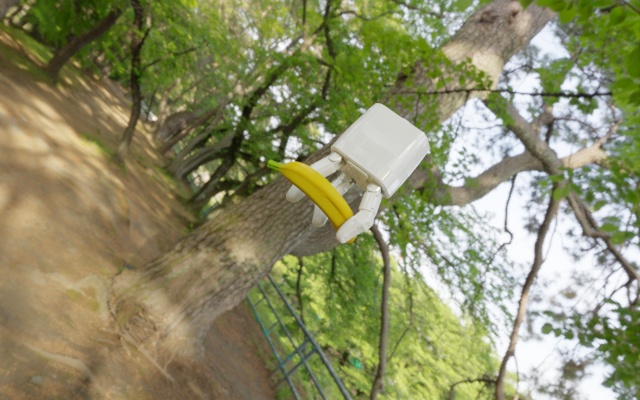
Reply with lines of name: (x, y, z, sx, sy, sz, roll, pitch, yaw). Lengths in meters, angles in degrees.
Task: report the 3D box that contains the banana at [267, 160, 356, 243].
banana: (0.008, 0.003, 0.701, 0.198, 0.037, 0.069, 47, -16, -29)
